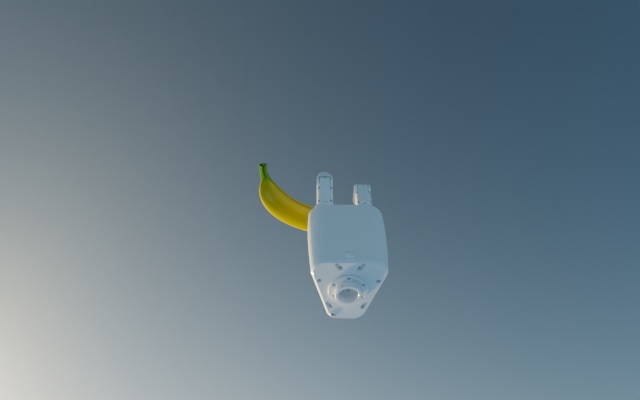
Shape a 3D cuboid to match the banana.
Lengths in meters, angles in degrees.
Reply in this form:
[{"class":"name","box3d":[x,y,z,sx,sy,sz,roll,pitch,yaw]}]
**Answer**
[{"class":"banana","box3d":[-0.011,0.016,0.706,0.198,0.070,0.037,23,27,-11]}]
